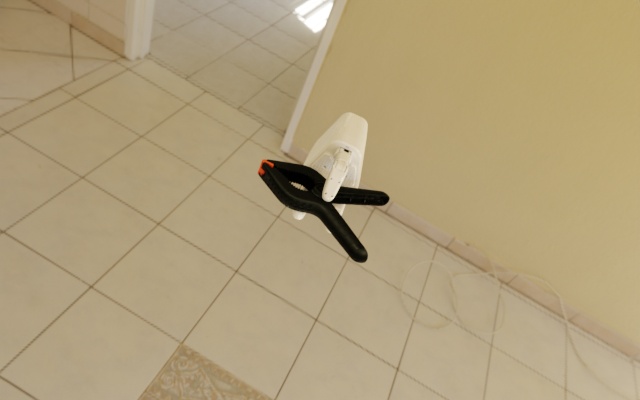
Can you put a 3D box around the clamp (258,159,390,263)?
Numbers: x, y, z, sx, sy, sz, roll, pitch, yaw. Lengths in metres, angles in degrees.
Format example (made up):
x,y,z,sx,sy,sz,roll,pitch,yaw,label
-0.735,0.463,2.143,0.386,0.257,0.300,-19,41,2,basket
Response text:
x,y,z,sx,sy,sz,roll,pitch,yaw,label
0.000,0.001,0.711,0.210,0.036,0.164,24,37,-4,clamp
